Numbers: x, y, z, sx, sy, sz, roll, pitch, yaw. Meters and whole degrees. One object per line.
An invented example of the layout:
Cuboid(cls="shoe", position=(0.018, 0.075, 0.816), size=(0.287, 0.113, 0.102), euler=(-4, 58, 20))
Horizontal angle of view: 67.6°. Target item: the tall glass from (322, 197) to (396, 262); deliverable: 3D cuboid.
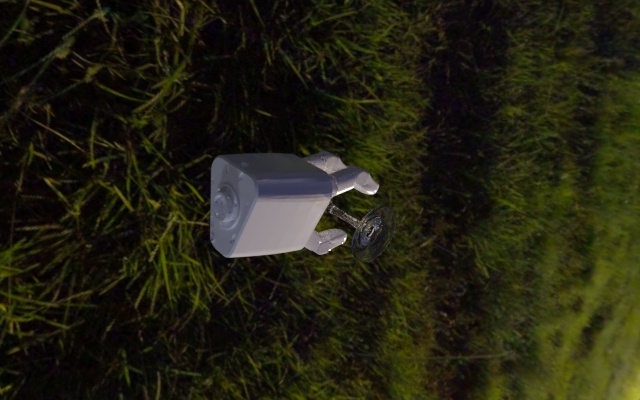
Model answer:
Cuboid(cls="tall glass", position=(0.001, 0.002, 0.635), size=(0.079, 0.079, 0.201), euler=(0, 23, -45))
